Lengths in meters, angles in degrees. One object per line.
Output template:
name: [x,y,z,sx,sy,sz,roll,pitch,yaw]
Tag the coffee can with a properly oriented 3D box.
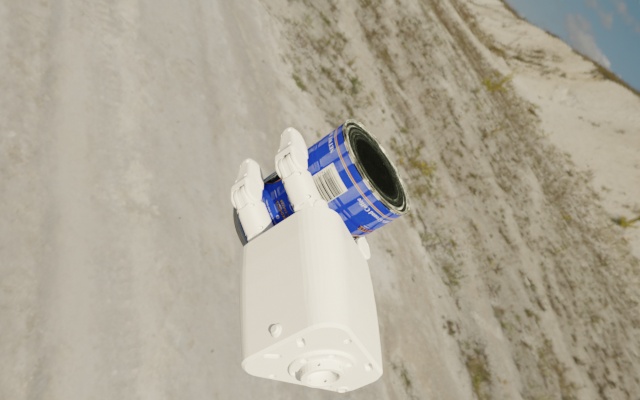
coffee can: [0.000,0.002,0.468,0.140,0.102,0.103,-32,-15,24]
